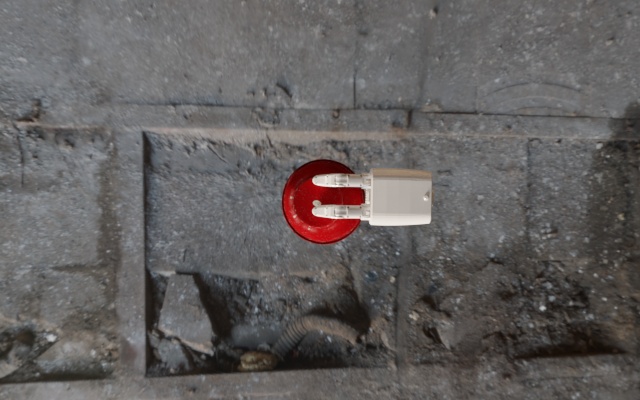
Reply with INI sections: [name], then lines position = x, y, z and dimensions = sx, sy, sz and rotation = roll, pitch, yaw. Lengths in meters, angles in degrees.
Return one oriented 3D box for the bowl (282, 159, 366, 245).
[bowl]
position = -0.001, 0.003, 0.876
dimensions = 0.162, 0.162, 0.055
rotation = 0, 1, 11
